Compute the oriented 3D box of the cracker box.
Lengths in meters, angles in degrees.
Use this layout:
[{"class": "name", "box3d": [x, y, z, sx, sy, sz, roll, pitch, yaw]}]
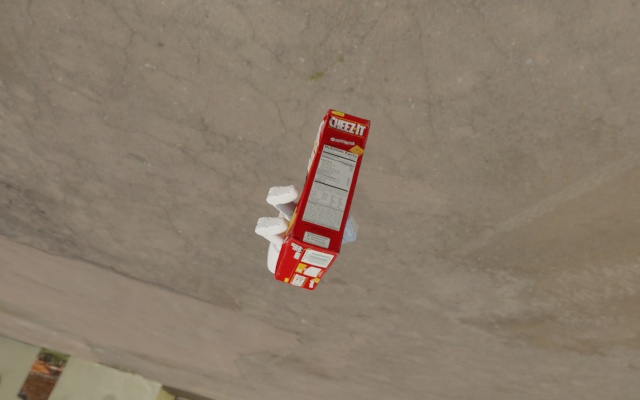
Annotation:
[{"class": "cracker box", "box3d": [0.000, 0.002, 0.692, 0.072, 0.213, 0.164, 17, -28, -4]}]
